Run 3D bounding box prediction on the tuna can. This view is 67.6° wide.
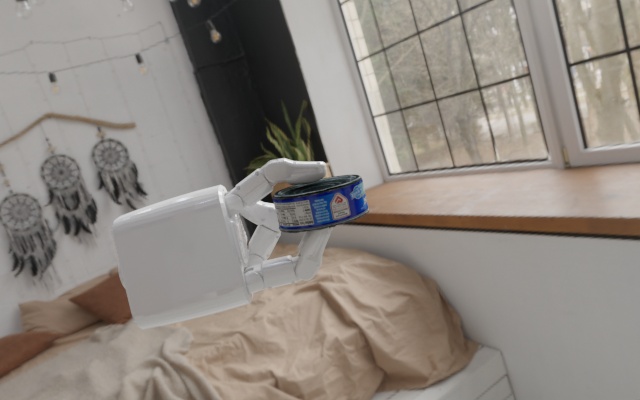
[{"bbox_3d":[0.000,0.001,0.441,0.086,0.034,0.086,-12,9,2],"label":"tuna can"}]
